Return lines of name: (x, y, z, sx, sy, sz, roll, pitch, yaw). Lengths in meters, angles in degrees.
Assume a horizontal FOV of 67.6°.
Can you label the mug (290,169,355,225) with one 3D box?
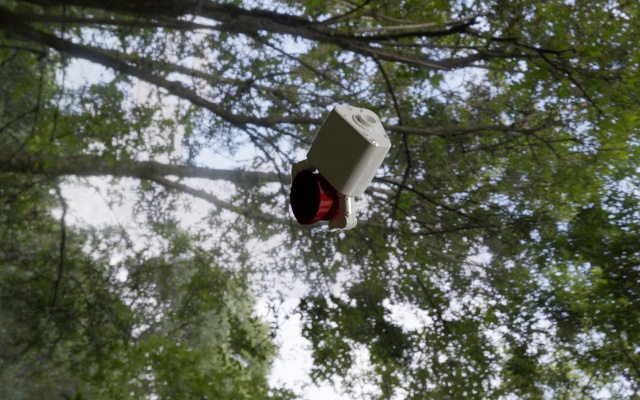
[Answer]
mug: (0.000, 0.004, 0.837, 0.081, 0.093, 0.117, 0, -45, -36)
